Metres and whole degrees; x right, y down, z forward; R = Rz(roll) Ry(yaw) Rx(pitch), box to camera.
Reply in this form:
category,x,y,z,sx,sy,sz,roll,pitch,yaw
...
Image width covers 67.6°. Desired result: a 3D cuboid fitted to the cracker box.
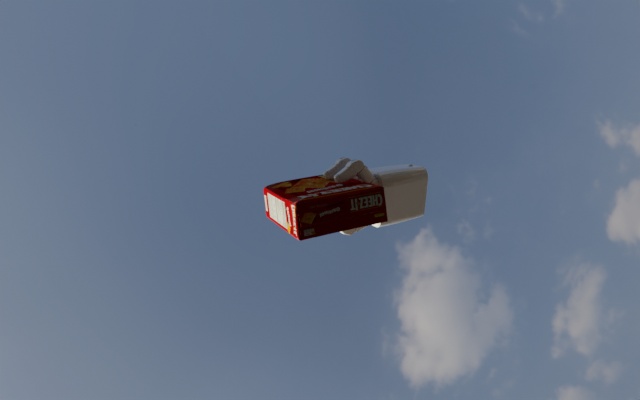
category,x,y,z,sx,sy,sz,roll,pitch,yaw
cracker box,0.000,0.003,0.880,0.164,0.072,0.213,-11,12,-19
